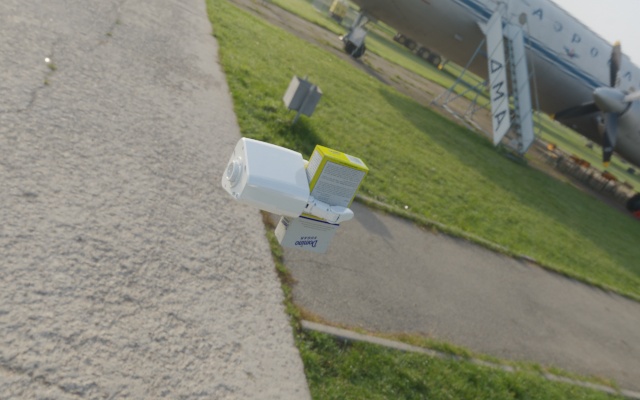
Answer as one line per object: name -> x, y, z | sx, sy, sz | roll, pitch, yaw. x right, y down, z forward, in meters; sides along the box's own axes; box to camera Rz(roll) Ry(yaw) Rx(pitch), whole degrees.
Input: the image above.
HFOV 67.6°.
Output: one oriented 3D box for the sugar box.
sugar box -> 0.000, 0.002, 0.801 | 0.093, 0.176, 0.048 | 15, 26, -31
